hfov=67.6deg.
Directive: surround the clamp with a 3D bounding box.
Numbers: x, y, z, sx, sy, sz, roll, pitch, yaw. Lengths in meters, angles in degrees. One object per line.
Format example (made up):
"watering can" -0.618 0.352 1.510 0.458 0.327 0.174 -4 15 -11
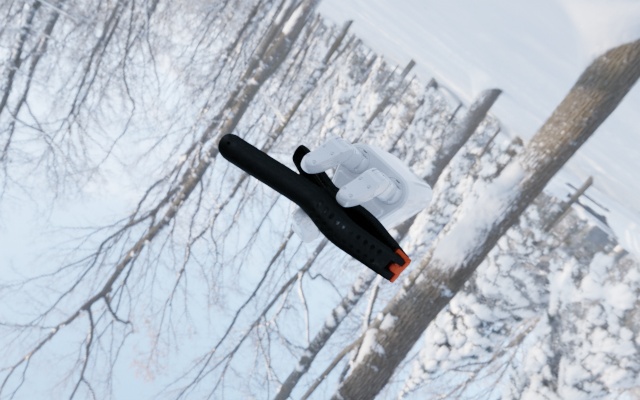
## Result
"clamp" 0.000 0.003 0.485 0.210 0.036 0.164 45 20 24
